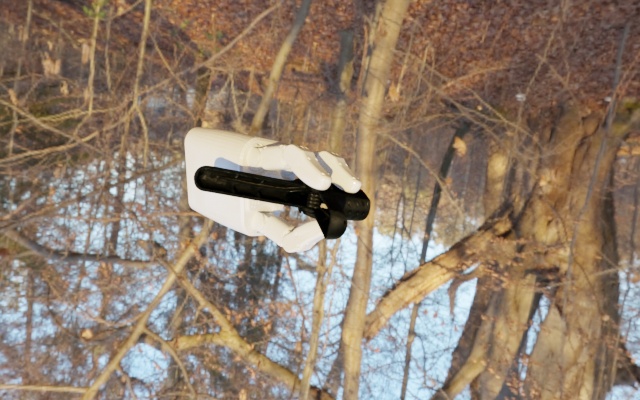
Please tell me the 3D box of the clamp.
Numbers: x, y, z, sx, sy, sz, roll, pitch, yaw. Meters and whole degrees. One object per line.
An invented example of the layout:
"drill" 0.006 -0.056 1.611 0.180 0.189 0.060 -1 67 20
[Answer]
"clamp" 0.000 0.002 0.493 0.164 0.036 0.210 22 11 35
